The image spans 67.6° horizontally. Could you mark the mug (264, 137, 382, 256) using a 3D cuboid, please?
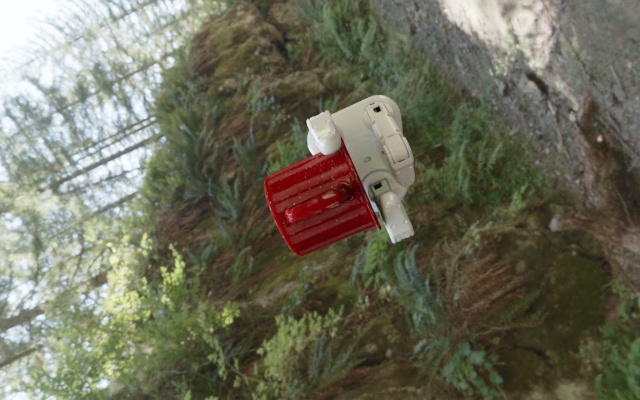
[{"bbox_3d":[0.000,0.002,0.427,0.081,0.093,0.117,-24,5,6],"label":"mug"}]
